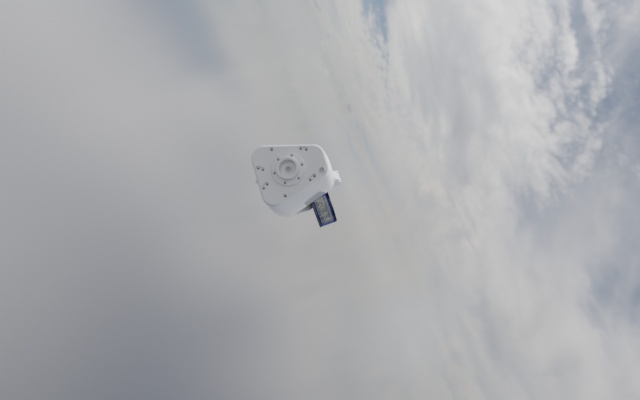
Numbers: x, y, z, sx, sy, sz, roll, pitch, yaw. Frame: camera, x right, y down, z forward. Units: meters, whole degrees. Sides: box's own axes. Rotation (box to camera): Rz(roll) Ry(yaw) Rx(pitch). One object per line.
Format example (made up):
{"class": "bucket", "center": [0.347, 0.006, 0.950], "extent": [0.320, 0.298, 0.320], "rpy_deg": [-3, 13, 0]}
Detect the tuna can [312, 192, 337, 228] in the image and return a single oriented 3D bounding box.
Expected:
{"class": "tuna can", "center": [0.001, 0.003, 0.852], "extent": [0.034, 0.086, 0.086], "rpy_deg": [-20, 0, -1]}
